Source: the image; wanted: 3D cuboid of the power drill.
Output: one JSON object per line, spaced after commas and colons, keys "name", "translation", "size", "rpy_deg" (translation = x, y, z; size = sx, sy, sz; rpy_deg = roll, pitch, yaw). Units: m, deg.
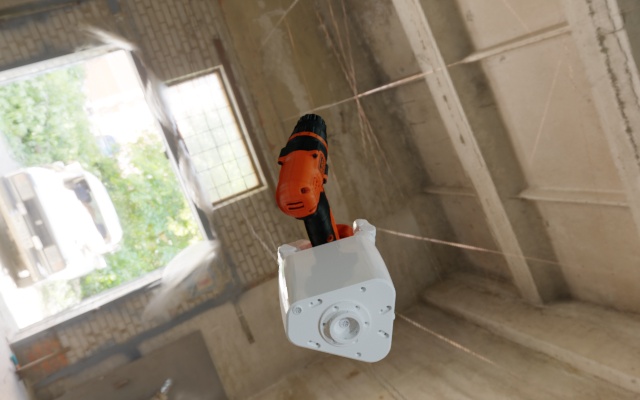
{"name": "power drill", "translation": [0.000, 0.002, 0.606], "size": [0.057, 0.188, 0.184], "rpy_deg": [-11, 35, 16]}
